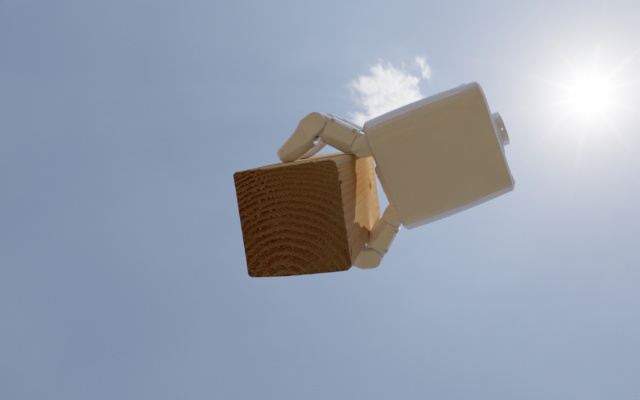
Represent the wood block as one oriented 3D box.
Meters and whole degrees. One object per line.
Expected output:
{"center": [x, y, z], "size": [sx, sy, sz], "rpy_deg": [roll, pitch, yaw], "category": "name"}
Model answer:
{"center": [0.001, 0.002, 0.477], "size": [0.090, 0.091, 0.206], "rpy_deg": [-6, 6, 15], "category": "wood block"}
